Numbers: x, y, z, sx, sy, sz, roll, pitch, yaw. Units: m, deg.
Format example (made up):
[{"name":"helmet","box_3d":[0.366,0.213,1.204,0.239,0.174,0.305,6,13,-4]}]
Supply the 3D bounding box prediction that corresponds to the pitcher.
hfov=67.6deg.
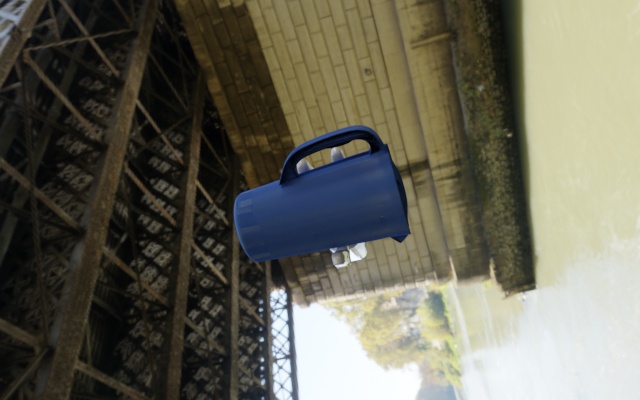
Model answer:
[{"name":"pitcher","box_3d":[0.000,0.002,0.693,0.243,0.149,0.145,-15,-20,10]}]
